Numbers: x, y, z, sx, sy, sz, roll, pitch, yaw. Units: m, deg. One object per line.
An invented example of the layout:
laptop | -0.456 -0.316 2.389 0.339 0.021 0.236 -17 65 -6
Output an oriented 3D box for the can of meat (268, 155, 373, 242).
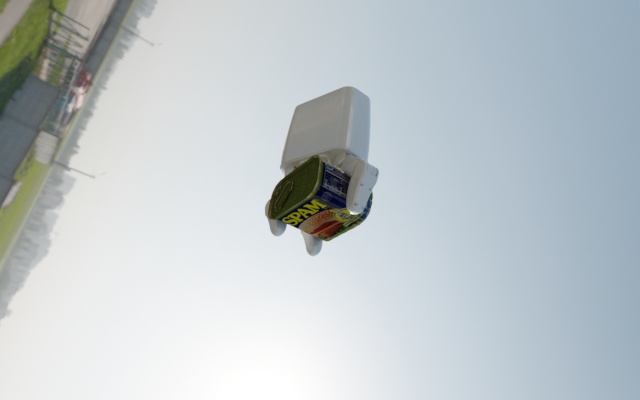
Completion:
can of meat | 0.000 0.002 0.573 0.084 0.057 0.102 27 -37 -28
